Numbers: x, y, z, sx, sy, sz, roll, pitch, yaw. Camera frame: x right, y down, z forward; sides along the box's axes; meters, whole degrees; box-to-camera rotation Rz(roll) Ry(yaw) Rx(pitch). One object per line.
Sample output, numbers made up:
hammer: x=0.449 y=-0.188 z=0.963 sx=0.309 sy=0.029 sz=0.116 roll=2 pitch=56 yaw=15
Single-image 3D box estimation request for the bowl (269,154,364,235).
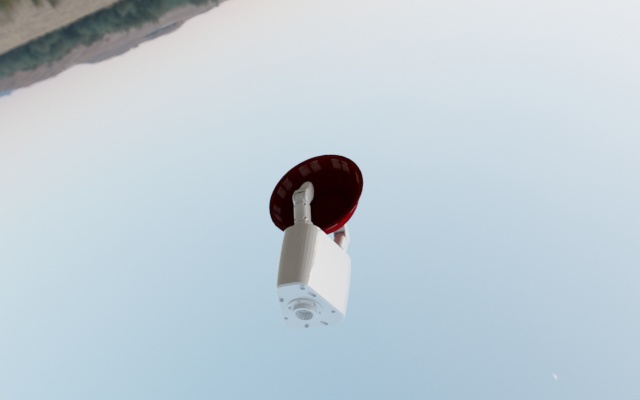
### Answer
bowl: x=0.001 y=0.002 z=0.774 sx=0.162 sy=0.162 sz=0.055 roll=0 pitch=-36 yaw=27
